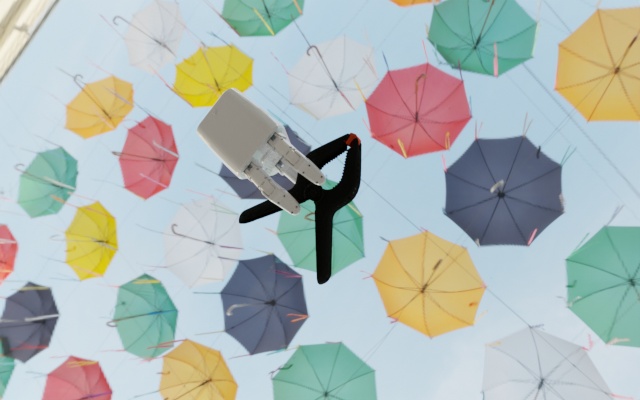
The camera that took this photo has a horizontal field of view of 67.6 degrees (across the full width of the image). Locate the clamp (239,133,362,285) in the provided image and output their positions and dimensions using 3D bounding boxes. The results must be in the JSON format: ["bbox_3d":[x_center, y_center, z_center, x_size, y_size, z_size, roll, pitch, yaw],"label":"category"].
[{"bbox_3d":[0.001,0.002,0.682,0.164,0.210,0.036,42,6,16],"label":"clamp"}]
